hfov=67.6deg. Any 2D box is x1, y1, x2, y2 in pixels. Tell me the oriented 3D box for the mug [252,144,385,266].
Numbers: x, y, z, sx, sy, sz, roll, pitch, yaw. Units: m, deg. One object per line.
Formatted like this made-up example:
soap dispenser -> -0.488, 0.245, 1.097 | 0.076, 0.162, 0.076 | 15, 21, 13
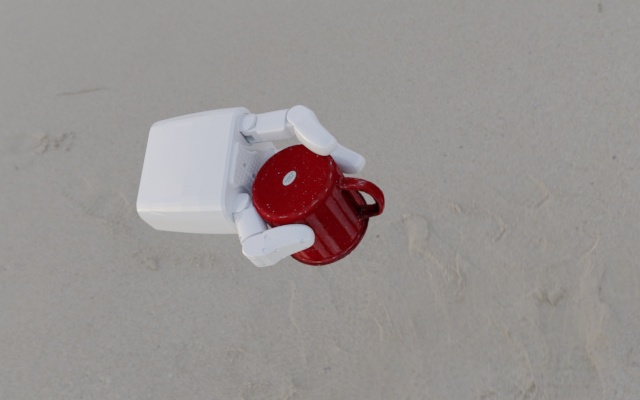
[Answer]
mug -> 0.001, 0.001, 0.437 | 0.117, 0.093, 0.081 | -3, -32, 24
